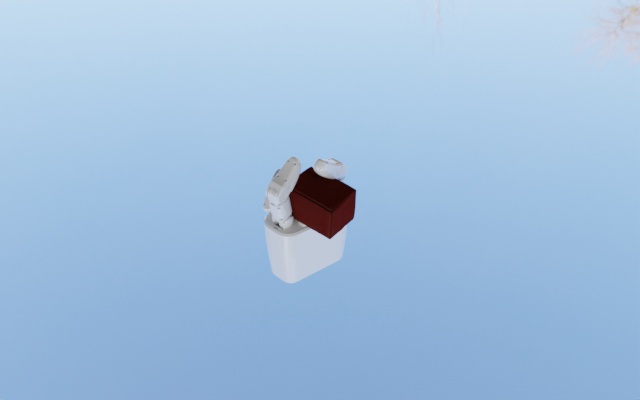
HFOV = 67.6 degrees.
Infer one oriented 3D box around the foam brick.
[{"bbox_3d":[0.000,0.002,0.611,0.078,0.051,0.053,29,49,28],"label":"foam brick"}]
